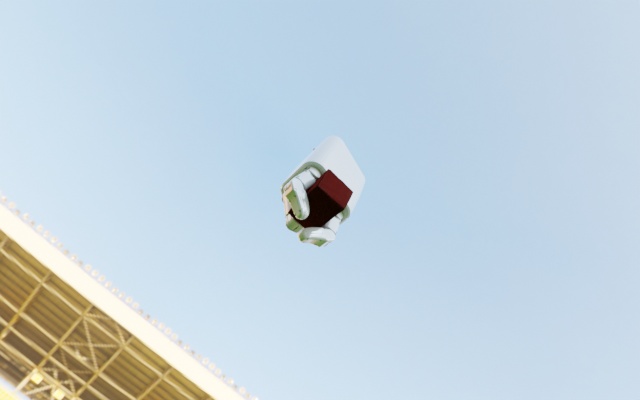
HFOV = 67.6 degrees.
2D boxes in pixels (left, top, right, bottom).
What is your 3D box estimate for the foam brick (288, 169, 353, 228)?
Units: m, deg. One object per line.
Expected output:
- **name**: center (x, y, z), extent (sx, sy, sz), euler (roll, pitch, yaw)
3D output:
- **foam brick**: center (0.000, 0.002, 0.701), extent (0.078, 0.053, 0.051), euler (-40, 10, 38)
